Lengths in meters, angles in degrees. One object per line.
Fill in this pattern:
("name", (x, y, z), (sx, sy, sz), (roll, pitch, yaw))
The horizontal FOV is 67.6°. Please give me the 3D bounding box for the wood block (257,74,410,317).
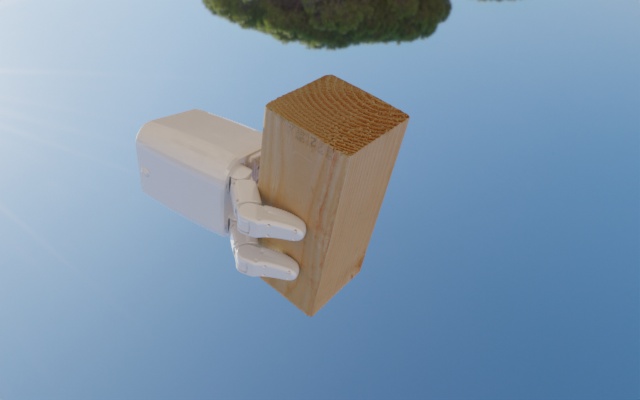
("wood block", (0.000, 0.001, 0.456), (0.090, 0.206, 0.090), (34, 47, 22))
